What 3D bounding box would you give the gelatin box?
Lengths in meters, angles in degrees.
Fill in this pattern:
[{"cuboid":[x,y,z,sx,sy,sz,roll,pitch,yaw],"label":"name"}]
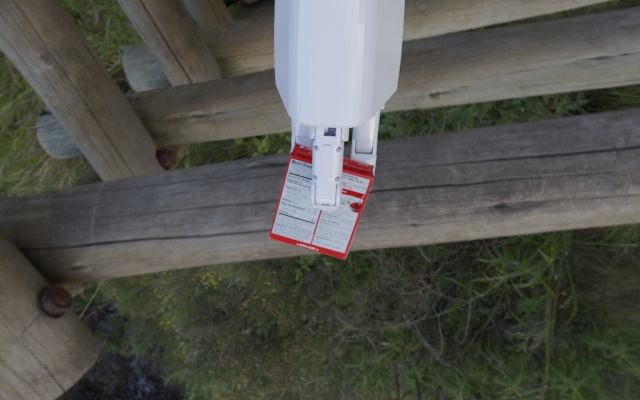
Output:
[{"cuboid":[0.000,0.002,0.423,0.073,0.089,0.030,15,27,-2],"label":"gelatin box"}]
